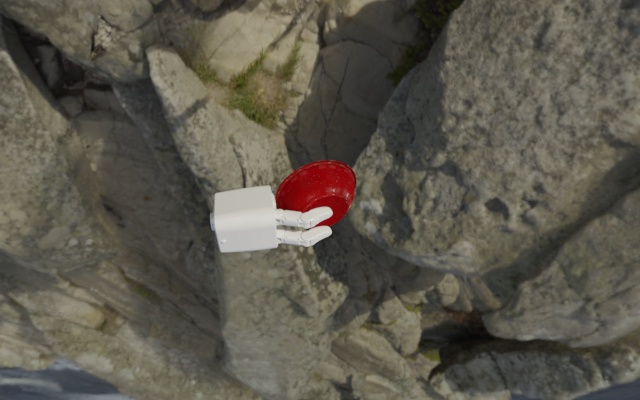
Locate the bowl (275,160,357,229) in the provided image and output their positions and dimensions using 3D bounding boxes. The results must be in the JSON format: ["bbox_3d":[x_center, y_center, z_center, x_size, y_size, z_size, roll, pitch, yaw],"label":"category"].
[{"bbox_3d":[0.002,0.003,0.881,0.162,0.055,0.162,-15,-39,-12],"label":"bowl"}]
